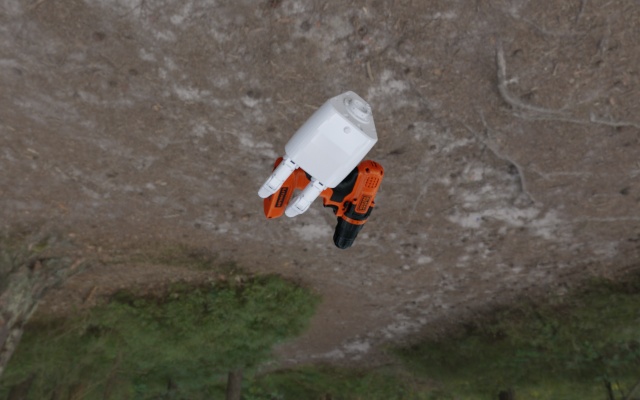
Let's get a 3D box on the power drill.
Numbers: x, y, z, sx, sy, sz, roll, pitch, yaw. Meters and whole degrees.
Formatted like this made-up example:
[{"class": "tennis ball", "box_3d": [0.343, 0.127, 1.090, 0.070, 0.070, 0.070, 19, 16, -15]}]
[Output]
[{"class": "power drill", "box_3d": [0.000, 0.002, 0.829, 0.187, 0.184, 0.057, 7, 31, -20]}]
